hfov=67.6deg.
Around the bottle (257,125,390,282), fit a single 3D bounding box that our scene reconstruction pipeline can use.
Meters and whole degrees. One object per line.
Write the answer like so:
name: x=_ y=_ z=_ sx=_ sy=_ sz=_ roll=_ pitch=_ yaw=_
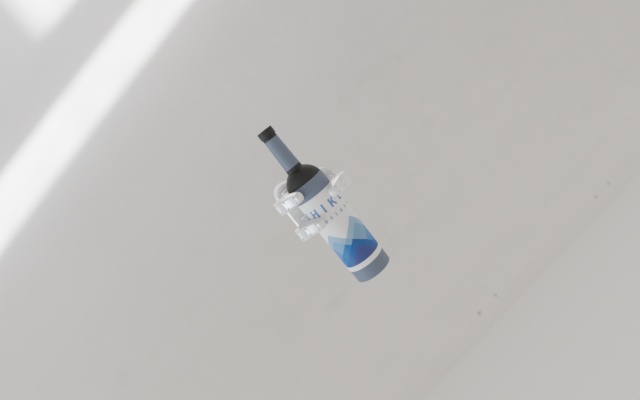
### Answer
bottle: x=0.000 y=0.003 z=0.782 sx=0.069 sy=0.296 sz=0.069 roll=-37 pitch=10 yaw=8
